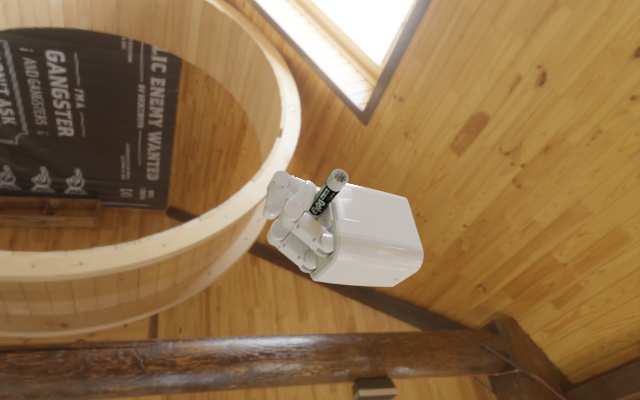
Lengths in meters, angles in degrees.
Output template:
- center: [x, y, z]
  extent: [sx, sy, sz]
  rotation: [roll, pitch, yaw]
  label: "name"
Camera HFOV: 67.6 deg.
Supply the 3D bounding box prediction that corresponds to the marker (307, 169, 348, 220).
- center: [0.000, 0.002, 0.535]
  extent: [0.020, 0.020, 0.121]
  rotation: [0, -25, -22]
  label: "marker"
